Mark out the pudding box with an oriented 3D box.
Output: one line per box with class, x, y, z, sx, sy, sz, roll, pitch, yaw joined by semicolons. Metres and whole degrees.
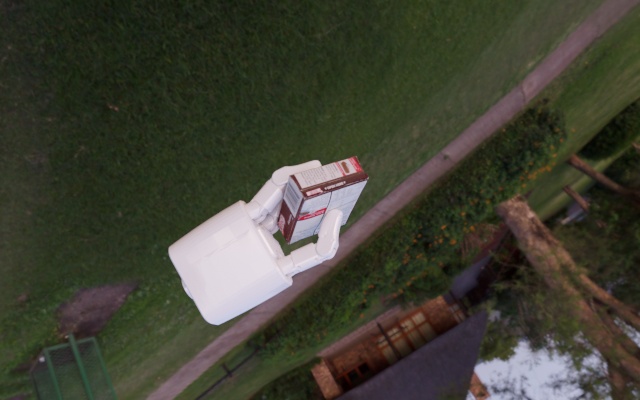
pudding box;0.000;0.002;0.585;0.090;0.039;0.114;-19;-24;-24
